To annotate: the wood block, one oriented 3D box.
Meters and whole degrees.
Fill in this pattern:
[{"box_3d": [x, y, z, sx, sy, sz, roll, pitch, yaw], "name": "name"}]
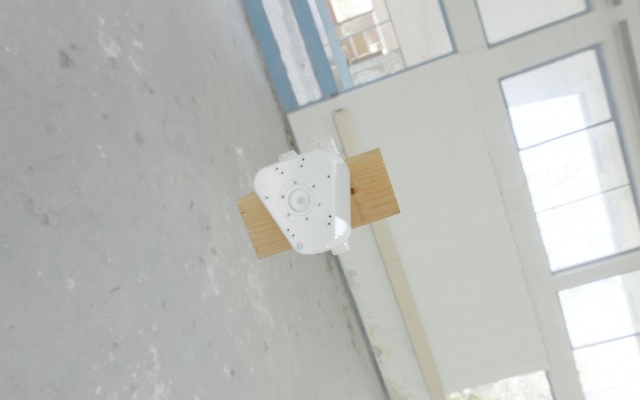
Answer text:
[{"box_3d": [0.000, 0.003, 0.681, 0.206, 0.091, 0.090, -18, 7, 10], "name": "wood block"}]
